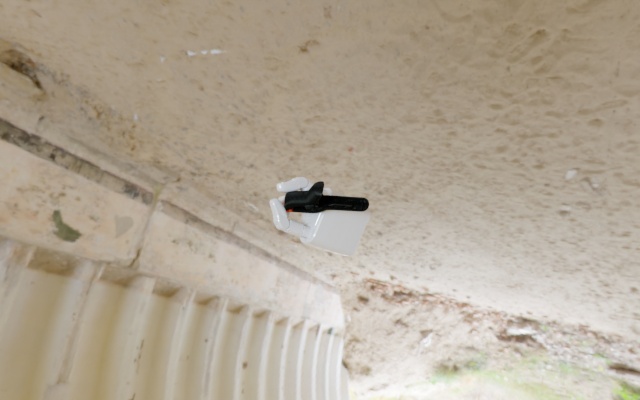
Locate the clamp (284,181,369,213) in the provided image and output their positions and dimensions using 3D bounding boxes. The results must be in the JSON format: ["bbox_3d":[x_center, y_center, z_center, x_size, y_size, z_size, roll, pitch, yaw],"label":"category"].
[{"bbox_3d":[0.000,0.003,0.851,0.120,0.039,0.171,23,-17,-29],"label":"clamp"}]
